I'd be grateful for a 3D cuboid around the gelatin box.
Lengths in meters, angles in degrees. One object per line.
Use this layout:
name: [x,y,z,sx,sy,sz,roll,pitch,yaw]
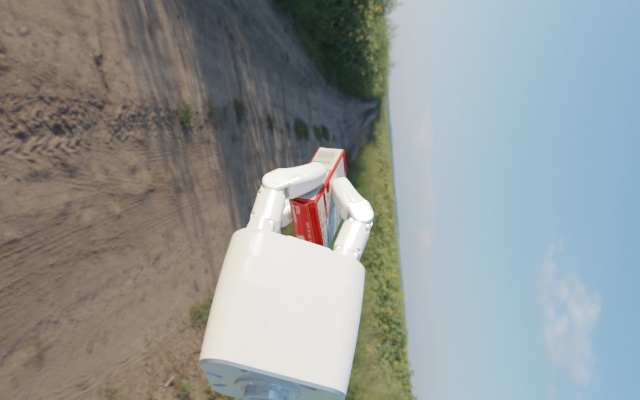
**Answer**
gelatin box: [0.001,0.001,0.474,0.030,0.073,0.089,8,42,18]
